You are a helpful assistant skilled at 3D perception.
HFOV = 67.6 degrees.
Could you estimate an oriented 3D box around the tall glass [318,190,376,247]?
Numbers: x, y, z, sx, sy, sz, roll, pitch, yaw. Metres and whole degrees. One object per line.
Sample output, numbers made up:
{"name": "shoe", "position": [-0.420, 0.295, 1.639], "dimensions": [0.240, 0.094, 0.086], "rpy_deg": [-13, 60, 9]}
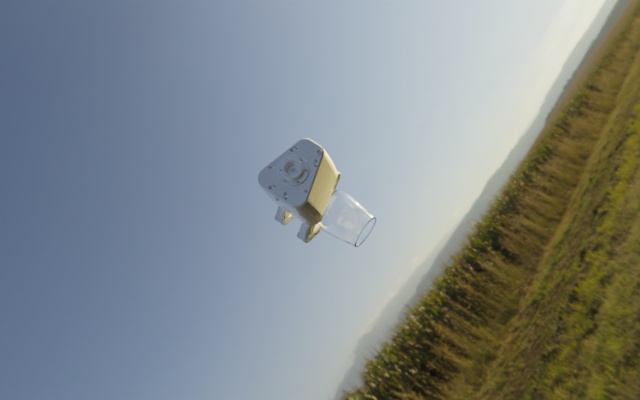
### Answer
{"name": "tall glass", "position": [0.000, 0.002, 0.854], "dimensions": [0.201, 0.079, 0.079], "rpy_deg": [34, 12, 18]}
